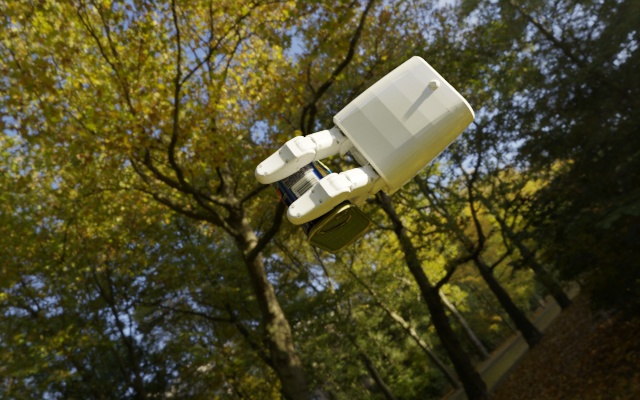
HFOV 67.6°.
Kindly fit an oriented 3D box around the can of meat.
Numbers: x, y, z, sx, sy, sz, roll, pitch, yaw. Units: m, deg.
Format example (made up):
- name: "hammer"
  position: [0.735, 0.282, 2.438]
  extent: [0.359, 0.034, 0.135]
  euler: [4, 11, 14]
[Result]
- name: "can of meat"
  position: [0.000, 0.001, 0.498]
  extent: [0.057, 0.084, 0.102]
  euler: [-40, -23, 7]
